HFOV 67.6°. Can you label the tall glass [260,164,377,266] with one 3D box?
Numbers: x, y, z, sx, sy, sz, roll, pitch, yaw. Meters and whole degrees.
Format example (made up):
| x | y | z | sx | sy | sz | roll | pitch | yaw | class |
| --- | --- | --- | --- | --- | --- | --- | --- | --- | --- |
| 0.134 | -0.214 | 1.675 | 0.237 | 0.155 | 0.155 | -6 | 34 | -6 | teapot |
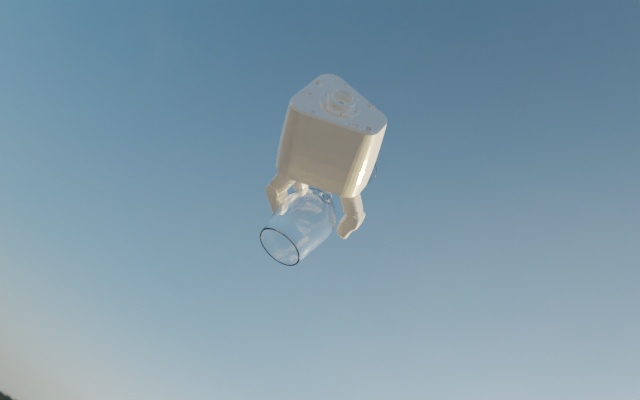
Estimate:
| x | y | z | sx | sy | sz | roll | pitch | yaw | class |
| --- | --- | --- | --- | --- | --- | --- | --- | --- | --- |
| 0.000 | 0.002 | 0.664 | 0.079 | 0.079 | 0.201 | 0 | 35 | 40 | tall glass |
